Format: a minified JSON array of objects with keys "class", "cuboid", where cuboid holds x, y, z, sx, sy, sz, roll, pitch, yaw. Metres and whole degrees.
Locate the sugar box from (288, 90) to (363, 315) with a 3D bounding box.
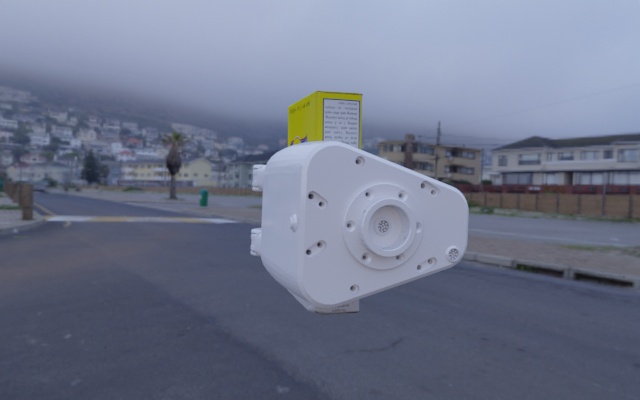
[{"class":"sugar box","cuboid":[0.000,0.001,0.415,0.048,0.176,0.093,2,1,-18]}]
